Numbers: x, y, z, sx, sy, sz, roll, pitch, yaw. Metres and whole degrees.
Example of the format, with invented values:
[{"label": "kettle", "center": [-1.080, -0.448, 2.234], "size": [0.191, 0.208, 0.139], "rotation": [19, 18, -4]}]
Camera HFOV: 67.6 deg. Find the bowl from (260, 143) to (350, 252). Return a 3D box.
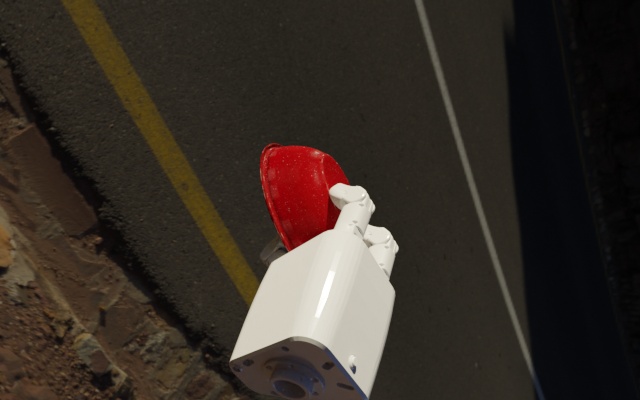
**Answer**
[{"label": "bowl", "center": [0.000, 0.001, 0.526], "size": [0.055, 0.162, 0.162], "rotation": [-23, -8, 18]}]
